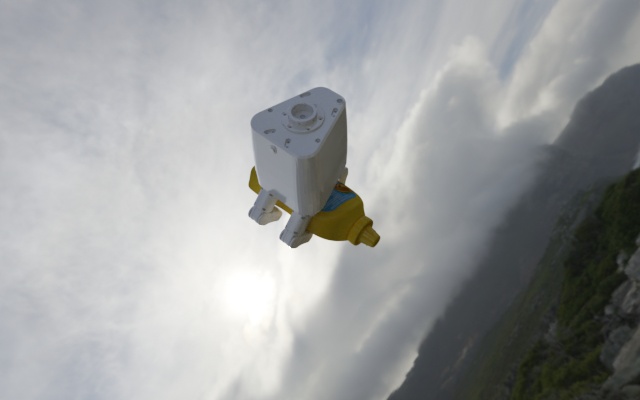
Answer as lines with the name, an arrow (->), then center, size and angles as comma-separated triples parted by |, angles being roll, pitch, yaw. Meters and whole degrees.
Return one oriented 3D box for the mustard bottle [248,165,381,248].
mustard bottle -> 0.000, 0.002, 0.648 | 0.191, 0.058, 0.096 | 35, 38, 23
